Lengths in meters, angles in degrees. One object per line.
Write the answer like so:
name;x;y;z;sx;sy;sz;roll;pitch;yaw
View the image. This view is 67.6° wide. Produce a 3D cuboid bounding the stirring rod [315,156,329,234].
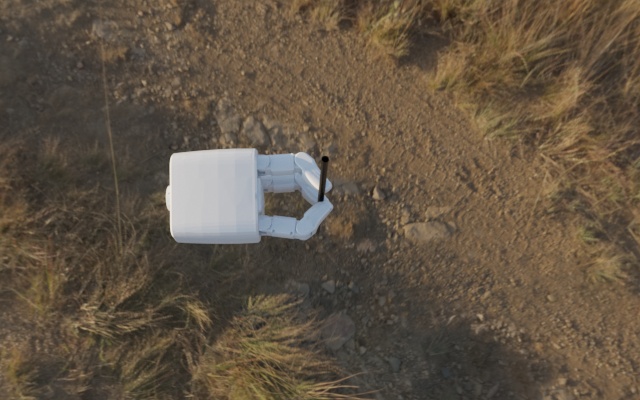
stirring rod;0.000;0.002;0.614;0.011;0.011;0.240;0;-22;-3
